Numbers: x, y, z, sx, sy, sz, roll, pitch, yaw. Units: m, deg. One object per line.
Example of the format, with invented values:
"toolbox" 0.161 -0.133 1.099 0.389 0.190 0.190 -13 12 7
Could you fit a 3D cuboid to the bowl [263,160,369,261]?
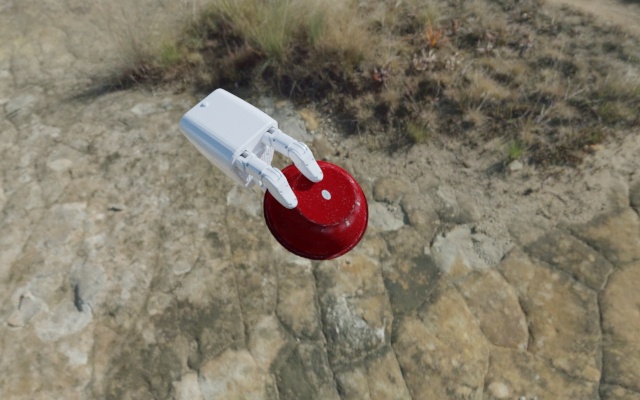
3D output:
"bowl" 0.001 0.003 0.691 0.162 0.162 0.055 0 -22 -13
